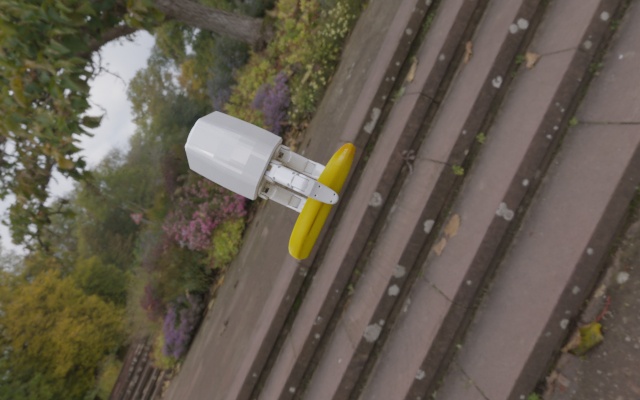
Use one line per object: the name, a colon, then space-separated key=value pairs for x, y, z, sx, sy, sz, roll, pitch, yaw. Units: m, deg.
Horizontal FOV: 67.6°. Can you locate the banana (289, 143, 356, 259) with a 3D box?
banana: x=-0.005 y=0.012 z=0.664 sx=0.037 sy=0.198 sz=0.069 roll=25 pitch=25 yaw=1
